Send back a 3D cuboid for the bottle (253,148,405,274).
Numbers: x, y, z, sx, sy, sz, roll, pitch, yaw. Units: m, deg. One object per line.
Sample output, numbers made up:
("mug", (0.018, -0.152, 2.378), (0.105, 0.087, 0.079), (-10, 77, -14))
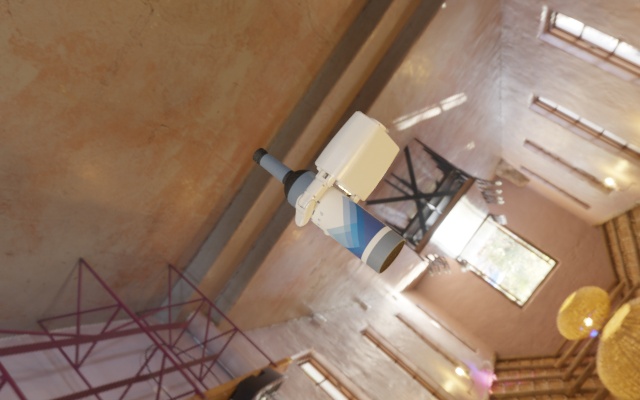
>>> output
("bottle", (0.000, 0.003, 0.778), (0.295, 0.069, 0.069), (37, 15, 21))
